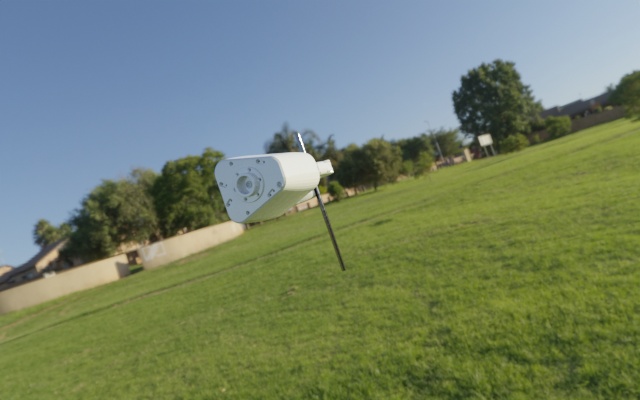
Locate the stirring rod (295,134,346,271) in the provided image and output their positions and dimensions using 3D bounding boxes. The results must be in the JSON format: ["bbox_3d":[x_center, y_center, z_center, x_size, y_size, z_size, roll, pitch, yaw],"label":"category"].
[{"bbox_3d":[0.000,0.003,0.796,0.011,0.239,0.011,-19,-2,-1],"label":"stirring rod"}]
